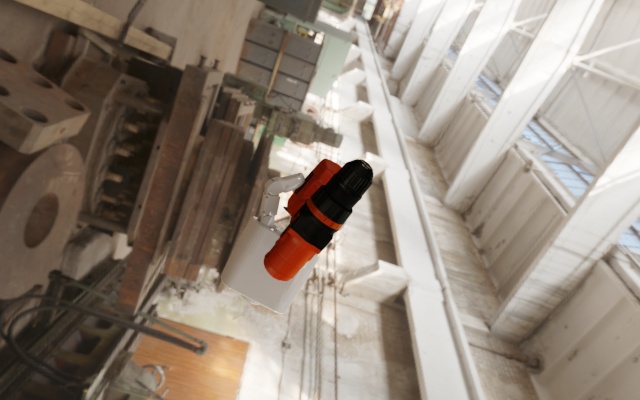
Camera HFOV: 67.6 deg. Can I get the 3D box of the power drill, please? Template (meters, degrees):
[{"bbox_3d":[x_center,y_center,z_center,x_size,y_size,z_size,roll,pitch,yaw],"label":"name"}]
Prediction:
[{"bbox_3d":[0.000,0.002,0.640,0.057,0.184,0.187,40,16,-8],"label":"power drill"}]
